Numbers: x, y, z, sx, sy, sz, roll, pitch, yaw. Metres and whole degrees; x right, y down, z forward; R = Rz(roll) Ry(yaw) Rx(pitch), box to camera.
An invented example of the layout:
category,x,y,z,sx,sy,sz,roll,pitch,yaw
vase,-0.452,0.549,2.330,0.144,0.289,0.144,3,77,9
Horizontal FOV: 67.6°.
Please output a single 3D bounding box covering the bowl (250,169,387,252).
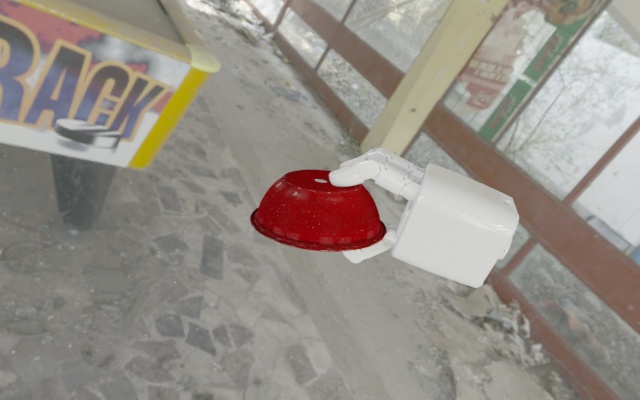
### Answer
category,x,y,z,sx,sy,sz,roll,pitch,yaw
bowl,-0.001,0.001,0.558,0.162,0.055,0.162,5,19,-2
